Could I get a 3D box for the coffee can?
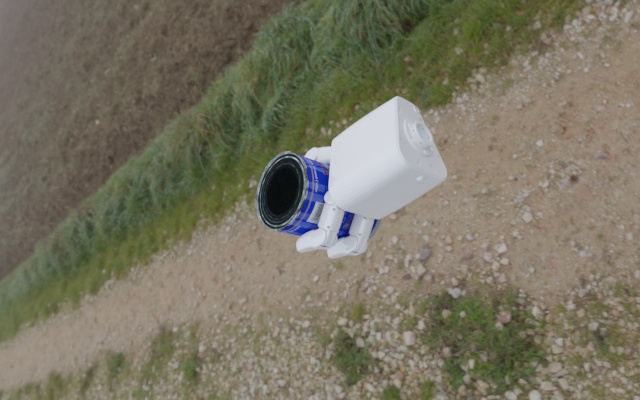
[{"bbox_3d":[0.000,0.002,0.640,0.140,0.103,0.103,15,-10,-41],"label":"coffee can"}]
